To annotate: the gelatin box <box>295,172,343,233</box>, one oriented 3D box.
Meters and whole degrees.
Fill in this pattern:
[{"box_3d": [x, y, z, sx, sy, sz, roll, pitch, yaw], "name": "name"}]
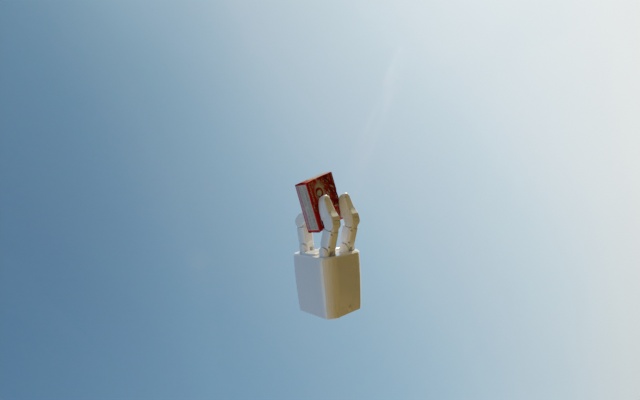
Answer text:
[{"box_3d": [0.000, 0.002, 0.821, 0.030, 0.089, 0.073, -7, 13, 41], "name": "gelatin box"}]
